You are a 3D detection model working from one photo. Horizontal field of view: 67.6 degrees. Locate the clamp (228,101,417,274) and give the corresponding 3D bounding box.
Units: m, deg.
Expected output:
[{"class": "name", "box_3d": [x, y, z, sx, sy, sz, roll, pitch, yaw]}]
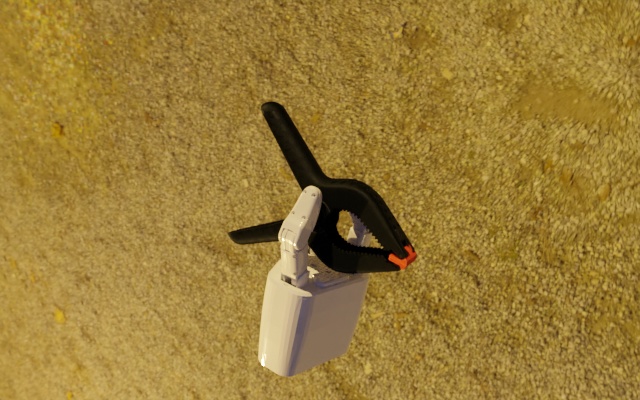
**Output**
[{"class": "clamp", "box_3d": [0.000, 0.002, 0.473, 0.210, 0.165, 0.036, 21, 22, 26]}]
